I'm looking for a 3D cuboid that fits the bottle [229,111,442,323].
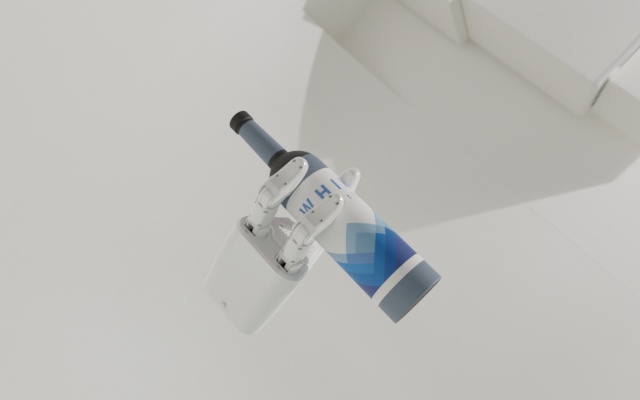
[{"bbox_3d":[0.000,0.002,0.525,0.295,0.069,0.069,45,17,18],"label":"bottle"}]
